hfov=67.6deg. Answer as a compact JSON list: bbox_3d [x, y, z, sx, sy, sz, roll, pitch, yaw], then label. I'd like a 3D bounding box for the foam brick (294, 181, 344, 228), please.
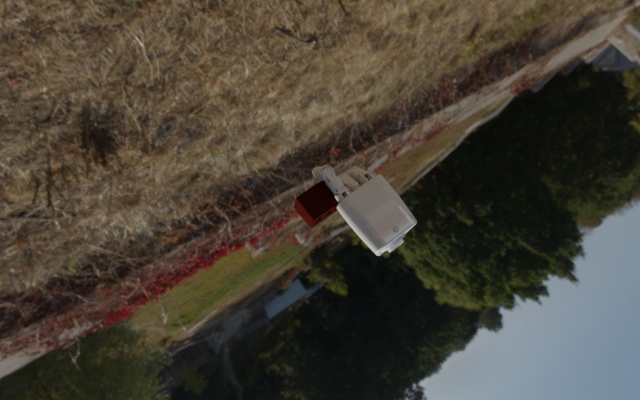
[{"bbox_3d":[0.000,0.003,0.843,0.078,0.051,0.053,-34,-12,-16],"label":"foam brick"}]
